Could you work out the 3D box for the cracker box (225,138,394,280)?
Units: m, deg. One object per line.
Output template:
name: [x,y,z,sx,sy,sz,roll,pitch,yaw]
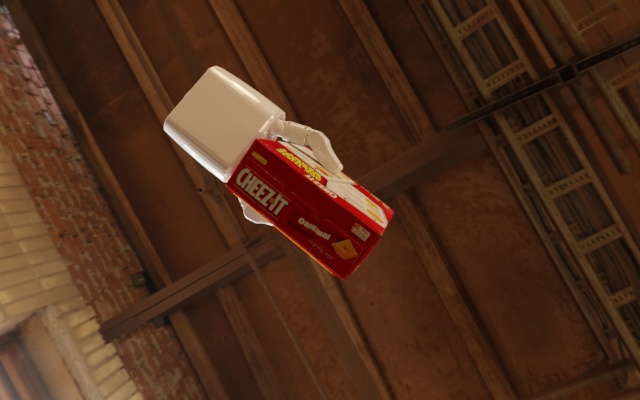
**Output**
cracker box: [0.000,0.002,0.585,0.164,0.072,0.213,37,11,7]
